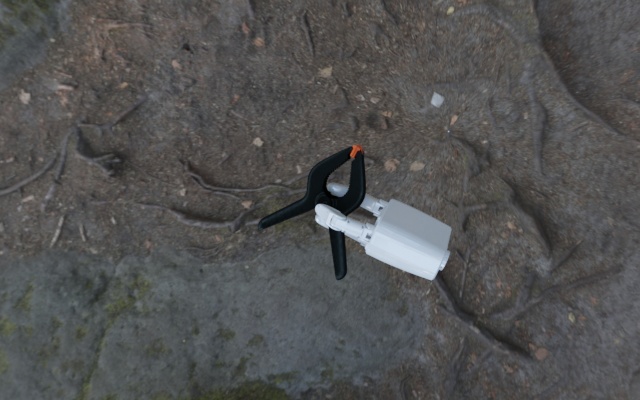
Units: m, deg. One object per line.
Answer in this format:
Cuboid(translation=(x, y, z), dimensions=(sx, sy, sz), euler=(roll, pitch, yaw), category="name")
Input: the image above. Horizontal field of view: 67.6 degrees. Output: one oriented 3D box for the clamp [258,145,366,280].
Cuboid(translation=(0.000, 0.002, 0.753), dimensions=(0.164, 0.210, 0.036), euler=(24, 13, 9), category="clamp")
